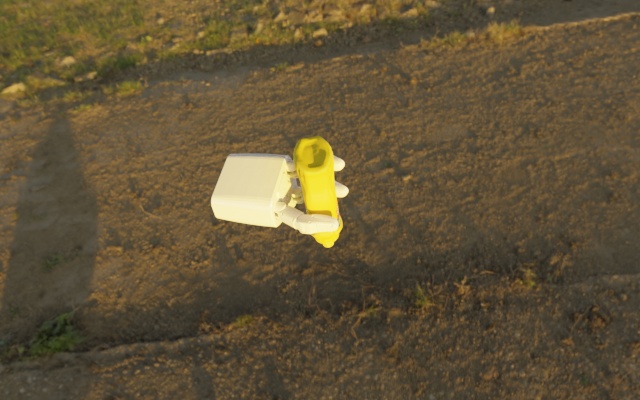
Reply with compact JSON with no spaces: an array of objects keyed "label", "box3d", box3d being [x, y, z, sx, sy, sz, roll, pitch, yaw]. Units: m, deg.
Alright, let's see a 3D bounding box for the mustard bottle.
[{"label":"mustard bottle","box3d":[0.000,0.002,0.749,0.058,0.192,0.096,-11,41,-2]}]
